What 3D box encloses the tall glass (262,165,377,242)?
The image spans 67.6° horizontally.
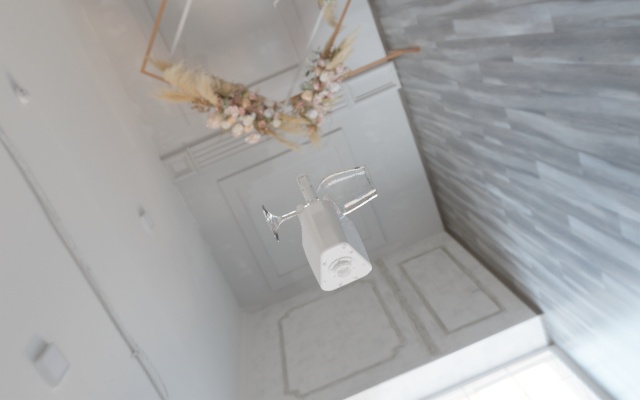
[{"bbox_3d":[-0.001,0.003,0.871,0.201,0.079,0.079,-24,0,-1],"label":"tall glass"}]
